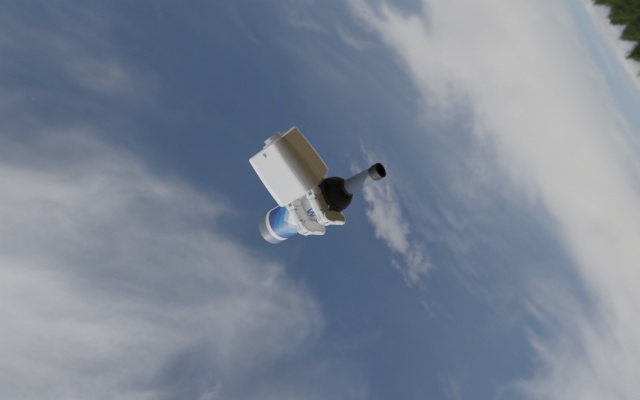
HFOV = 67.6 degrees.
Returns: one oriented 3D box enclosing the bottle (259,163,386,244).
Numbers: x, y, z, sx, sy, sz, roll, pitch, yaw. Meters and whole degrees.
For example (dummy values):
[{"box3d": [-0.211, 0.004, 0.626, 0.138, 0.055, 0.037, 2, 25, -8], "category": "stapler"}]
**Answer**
[{"box3d": [0.000, 0.003, 0.893, 0.296, 0.069, 0.069, -28, -19, 38], "category": "bottle"}]
